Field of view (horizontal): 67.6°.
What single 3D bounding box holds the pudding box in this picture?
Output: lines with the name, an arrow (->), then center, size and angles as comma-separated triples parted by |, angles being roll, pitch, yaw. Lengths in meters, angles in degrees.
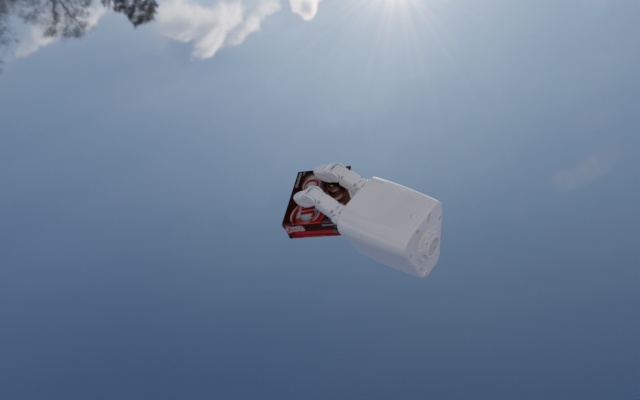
pudding box -> 0.000, 0.002, 0.714 | 0.090, 0.113, 0.039 | -5, -46, 21
